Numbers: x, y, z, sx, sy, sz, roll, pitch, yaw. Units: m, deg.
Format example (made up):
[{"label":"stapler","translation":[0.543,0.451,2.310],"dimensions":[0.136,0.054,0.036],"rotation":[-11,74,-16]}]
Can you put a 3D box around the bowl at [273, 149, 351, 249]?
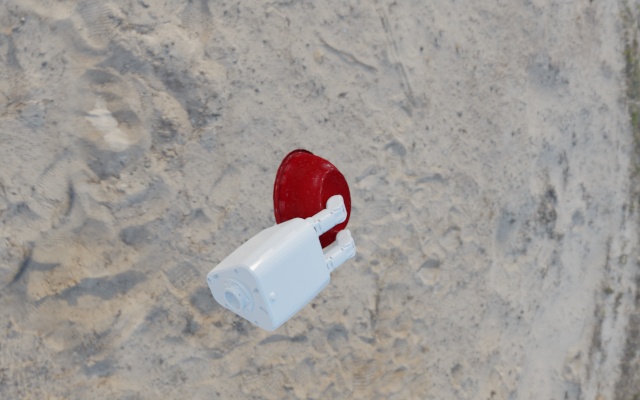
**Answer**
[{"label":"bowl","translation":[0.001,0.001,0.694],"dimensions":[0.055,0.162,0.162],"rotation":[-5,-3,31]}]
